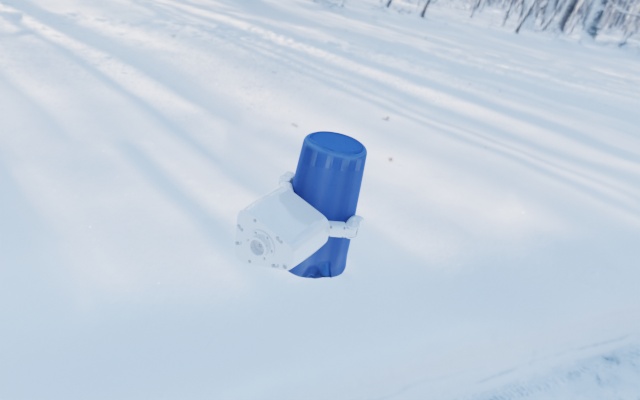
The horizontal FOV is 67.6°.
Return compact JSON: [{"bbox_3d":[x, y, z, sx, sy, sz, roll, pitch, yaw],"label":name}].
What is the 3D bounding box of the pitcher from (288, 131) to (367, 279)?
[{"bbox_3d":[0.000,0.003,0.846,0.149,0.243,0.145,23,29,21],"label":"pitcher"}]
